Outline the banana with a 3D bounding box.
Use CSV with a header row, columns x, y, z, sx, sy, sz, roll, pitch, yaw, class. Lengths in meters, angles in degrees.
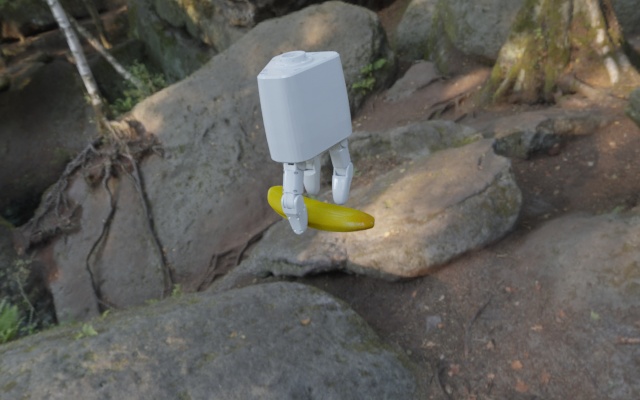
x,y,z,sx,sy,sz,roll,pitch,yaw,class
-0.016,0.008,0.654,0.069,0.037,0.197,-26,32,-32,banana
